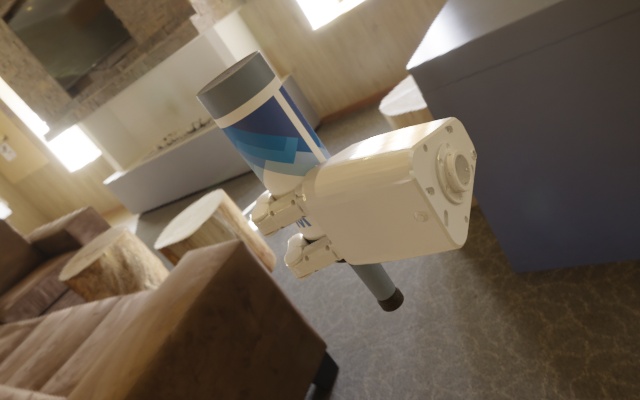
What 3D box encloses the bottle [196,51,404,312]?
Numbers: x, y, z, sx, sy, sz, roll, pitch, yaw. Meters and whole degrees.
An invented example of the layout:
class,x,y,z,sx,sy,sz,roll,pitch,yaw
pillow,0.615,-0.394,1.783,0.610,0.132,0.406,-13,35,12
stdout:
class,x,y,z,sx,sy,sz,roll,pitch,yaw
bottle,0.000,0.001,0.463,0.069,0.296,0.069,-29,24,15
